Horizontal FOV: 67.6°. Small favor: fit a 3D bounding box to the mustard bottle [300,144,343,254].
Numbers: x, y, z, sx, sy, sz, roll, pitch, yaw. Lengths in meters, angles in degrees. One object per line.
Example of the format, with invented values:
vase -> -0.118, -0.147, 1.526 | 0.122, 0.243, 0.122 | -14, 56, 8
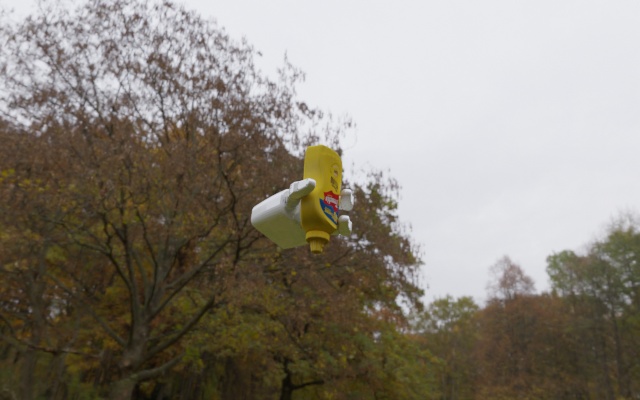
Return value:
mustard bottle -> 0.000, 0.003, 0.855 | 0.058, 0.191, 0.096 | -6, -27, 24
